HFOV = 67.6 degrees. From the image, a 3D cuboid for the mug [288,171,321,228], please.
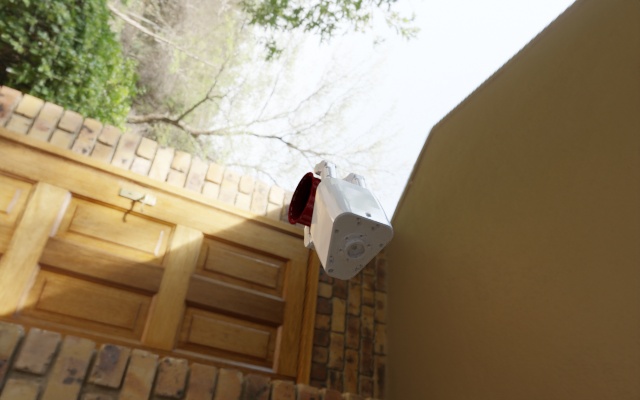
[{"bbox_3d":[0.000,0.002,0.811,0.081,0.093,0.117,21,24,-20],"label":"mug"}]
